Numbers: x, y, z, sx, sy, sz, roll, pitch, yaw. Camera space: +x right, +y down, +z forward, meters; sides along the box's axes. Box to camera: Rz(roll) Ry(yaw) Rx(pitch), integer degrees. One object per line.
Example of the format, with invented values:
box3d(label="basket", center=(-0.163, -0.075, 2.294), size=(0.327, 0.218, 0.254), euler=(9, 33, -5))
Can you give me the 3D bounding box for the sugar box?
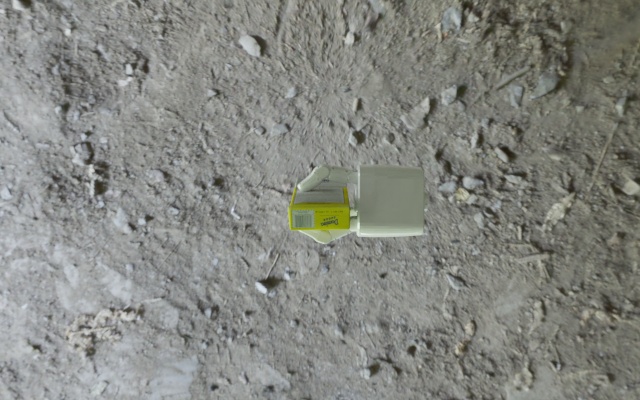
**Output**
box3d(label="sugar box", center=(0.000, 0.003, 0.793), size=(0.093, 0.048, 0.176), euler=(0, 13, 2))
